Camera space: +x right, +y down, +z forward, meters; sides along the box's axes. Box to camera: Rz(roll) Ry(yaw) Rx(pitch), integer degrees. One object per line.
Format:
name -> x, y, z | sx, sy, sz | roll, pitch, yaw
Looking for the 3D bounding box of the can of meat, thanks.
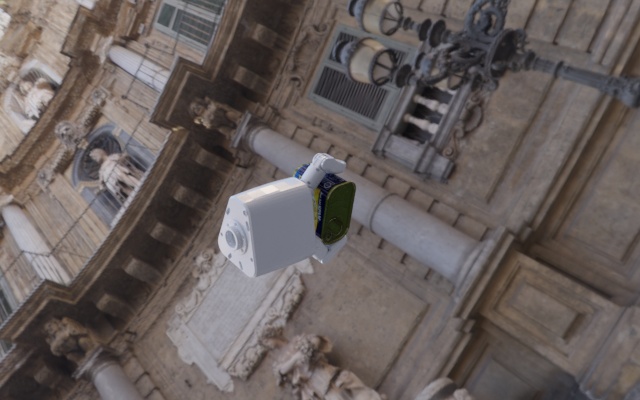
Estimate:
can of meat -> 0.000, 0.002, 0.727 | 0.057, 0.102, 0.084 | -21, 40, -39
